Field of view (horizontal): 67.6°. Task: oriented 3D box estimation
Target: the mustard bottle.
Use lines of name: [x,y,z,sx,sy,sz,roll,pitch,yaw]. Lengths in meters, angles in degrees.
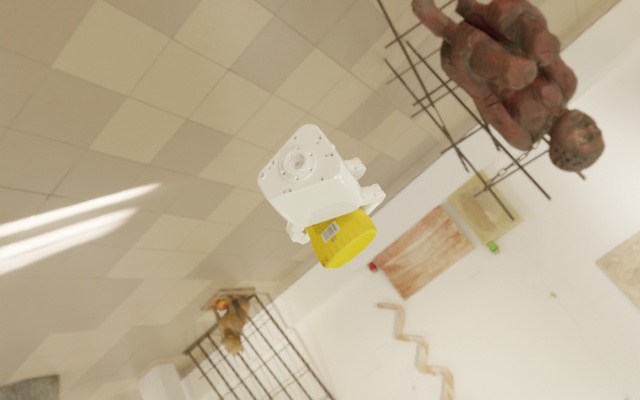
mustard bottle: [0.000,0.003,0.728,0.096,0.191,0.058,-46,-30,25]
